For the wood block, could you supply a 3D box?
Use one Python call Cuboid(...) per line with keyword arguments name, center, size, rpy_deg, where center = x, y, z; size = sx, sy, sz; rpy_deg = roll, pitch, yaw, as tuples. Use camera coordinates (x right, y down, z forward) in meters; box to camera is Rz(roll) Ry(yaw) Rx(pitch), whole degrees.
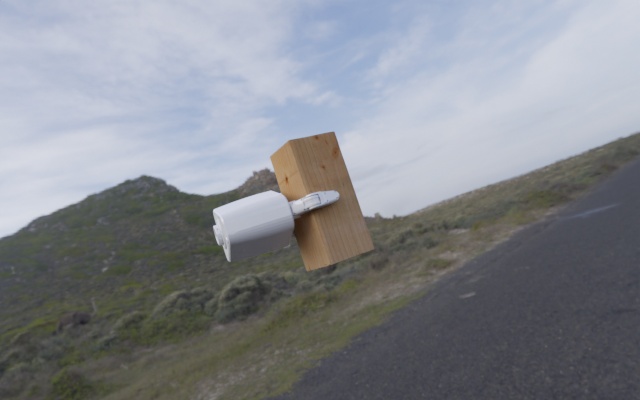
Cuboid(name="wood block", center=(0.000, 0.002, 0.795), size=(0.090, 0.206, 0.091), rpy_deg=(-15, -6, -30))
